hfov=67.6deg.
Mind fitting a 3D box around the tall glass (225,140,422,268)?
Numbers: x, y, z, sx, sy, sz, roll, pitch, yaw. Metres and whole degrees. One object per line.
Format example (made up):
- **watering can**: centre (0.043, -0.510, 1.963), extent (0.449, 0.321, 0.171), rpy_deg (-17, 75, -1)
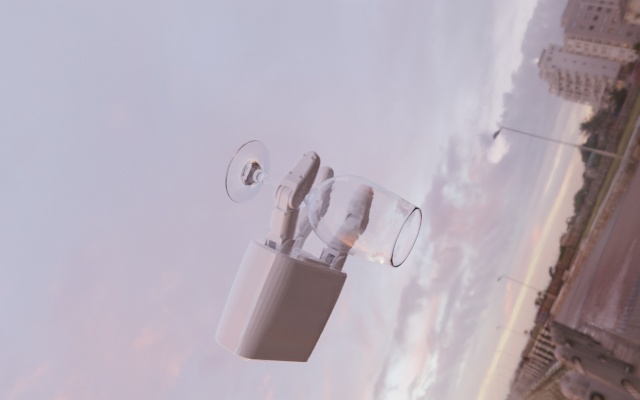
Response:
- **tall glass**: centre (0.000, 0.001, 0.493), extent (0.201, 0.079, 0.079), rpy_deg (22, 10, 27)
